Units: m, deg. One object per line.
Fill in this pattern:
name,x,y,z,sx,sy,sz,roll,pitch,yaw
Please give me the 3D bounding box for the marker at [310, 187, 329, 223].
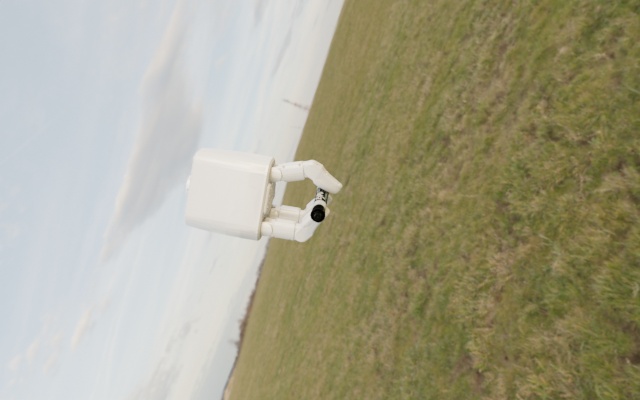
marker,0.000,0.002,0.633,0.020,0.020,0.121,0,18,4
